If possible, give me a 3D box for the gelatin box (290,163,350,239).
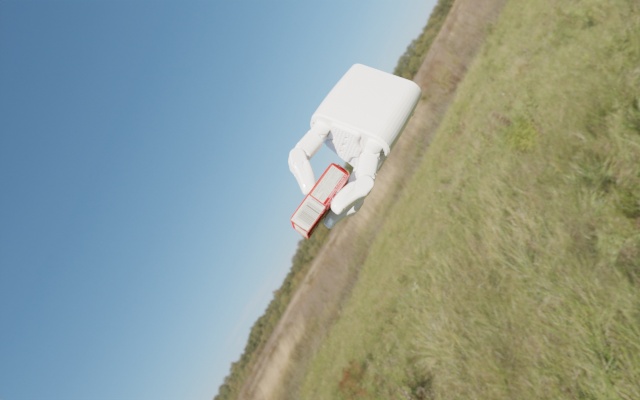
[{"bbox_3d":[0.000,0.002,0.595,0.030,0.089,0.073,36,-9,5],"label":"gelatin box"}]
